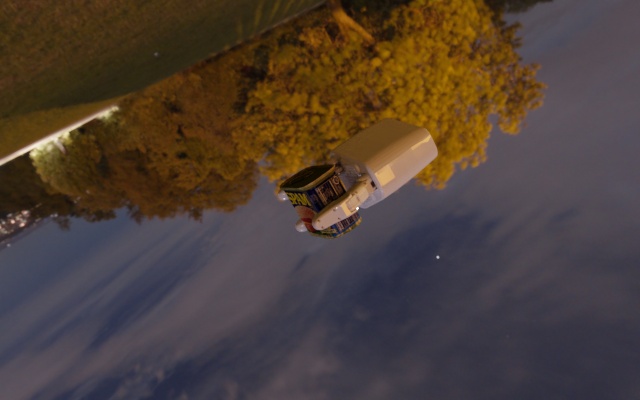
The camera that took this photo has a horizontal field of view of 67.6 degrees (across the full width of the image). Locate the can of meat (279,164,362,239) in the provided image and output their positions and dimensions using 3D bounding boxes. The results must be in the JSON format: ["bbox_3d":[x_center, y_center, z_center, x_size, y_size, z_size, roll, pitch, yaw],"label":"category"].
[{"bbox_3d":[0.000,0.002,0.645,0.057,0.084,0.102,-36,16,-20],"label":"can of meat"}]
